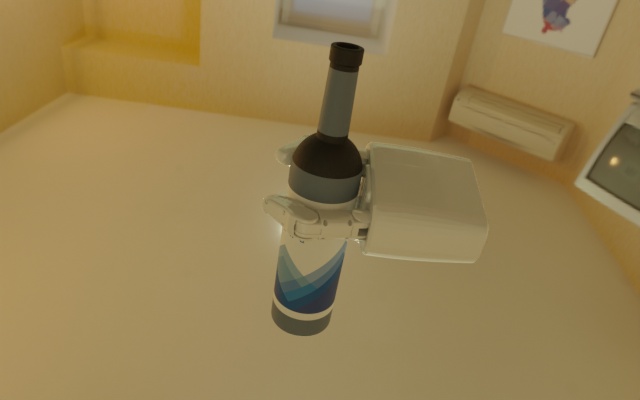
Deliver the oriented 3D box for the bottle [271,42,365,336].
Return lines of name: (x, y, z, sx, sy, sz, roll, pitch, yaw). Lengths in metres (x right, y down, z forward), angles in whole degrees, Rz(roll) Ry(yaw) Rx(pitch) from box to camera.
bottle: (0.000, 0.002, 0.456, 0.069, 0.296, 0.069, 7, 31, -4)
